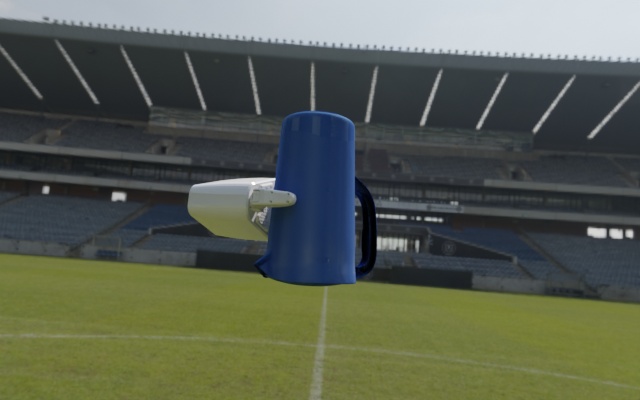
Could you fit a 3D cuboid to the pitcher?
[{"bbox_3d":[0.000,0.002,0.696,0.145,0.243,0.149,1,-7,21],"label":"pitcher"}]
